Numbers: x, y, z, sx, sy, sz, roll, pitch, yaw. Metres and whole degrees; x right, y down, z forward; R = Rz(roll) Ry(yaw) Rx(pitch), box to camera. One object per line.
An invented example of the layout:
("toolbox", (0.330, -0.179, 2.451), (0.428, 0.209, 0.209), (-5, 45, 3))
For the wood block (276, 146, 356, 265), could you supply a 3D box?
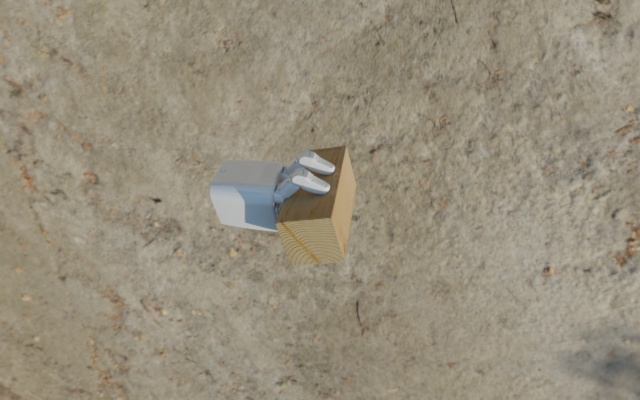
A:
("wood block", (0.000, 0.003, 0.800), (0.090, 0.091, 0.206), (-6, 36, 15))
